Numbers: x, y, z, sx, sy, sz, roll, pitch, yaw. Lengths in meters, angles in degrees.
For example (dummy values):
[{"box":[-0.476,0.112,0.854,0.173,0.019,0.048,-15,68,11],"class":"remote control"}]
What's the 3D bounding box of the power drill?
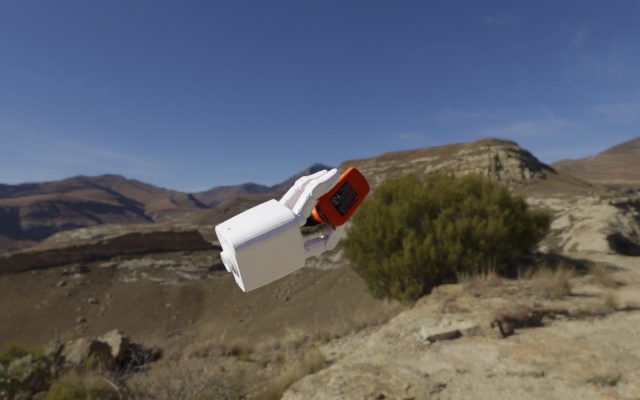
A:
[{"box":[0.000,0.003,0.834,0.188,0.057,0.184,-23,23,54],"class":"power drill"}]
